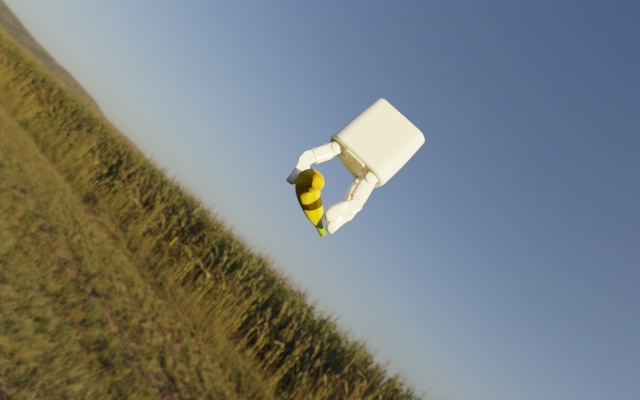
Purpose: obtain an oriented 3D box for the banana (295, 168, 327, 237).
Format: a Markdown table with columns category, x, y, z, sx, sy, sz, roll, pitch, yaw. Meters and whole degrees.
| category | x | y | z | sx | sy | sz | roll | pitch | yaw |
| --- | --- | --- | --- | --- | --- | --- | --- | --- | --- |
| banana | -0.012 | -0.009 | 0.735 | 0.037 | 0.069 | 0.198 | -38 | -21 | -12 |
